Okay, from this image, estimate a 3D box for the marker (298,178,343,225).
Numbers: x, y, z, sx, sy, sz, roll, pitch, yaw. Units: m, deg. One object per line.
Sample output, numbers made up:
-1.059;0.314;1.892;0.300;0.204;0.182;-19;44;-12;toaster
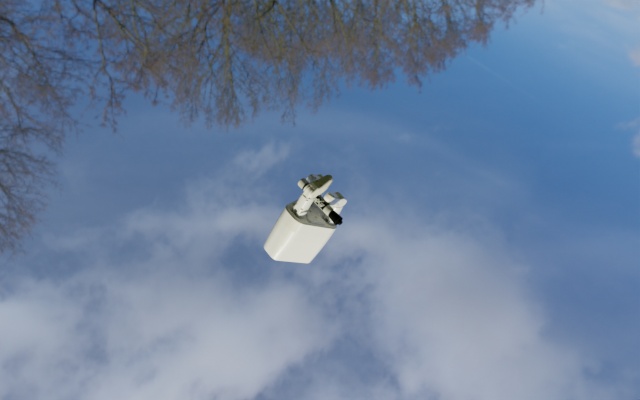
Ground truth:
0.000;0.003;0.894;0.121;0.020;0.020;47;25;27;marker
